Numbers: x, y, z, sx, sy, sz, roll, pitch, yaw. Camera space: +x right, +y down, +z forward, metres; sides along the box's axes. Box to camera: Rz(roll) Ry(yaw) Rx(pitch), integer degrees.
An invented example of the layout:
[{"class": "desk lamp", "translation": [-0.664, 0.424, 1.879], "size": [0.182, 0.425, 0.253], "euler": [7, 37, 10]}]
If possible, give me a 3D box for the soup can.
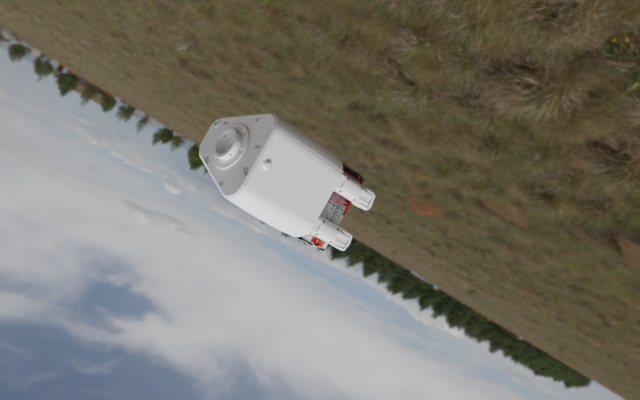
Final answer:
[{"class": "soup can", "translation": [0.000, 0.002, 0.584], "size": [0.068, 0.102, 0.068], "euler": [29, -2, 1]}]
